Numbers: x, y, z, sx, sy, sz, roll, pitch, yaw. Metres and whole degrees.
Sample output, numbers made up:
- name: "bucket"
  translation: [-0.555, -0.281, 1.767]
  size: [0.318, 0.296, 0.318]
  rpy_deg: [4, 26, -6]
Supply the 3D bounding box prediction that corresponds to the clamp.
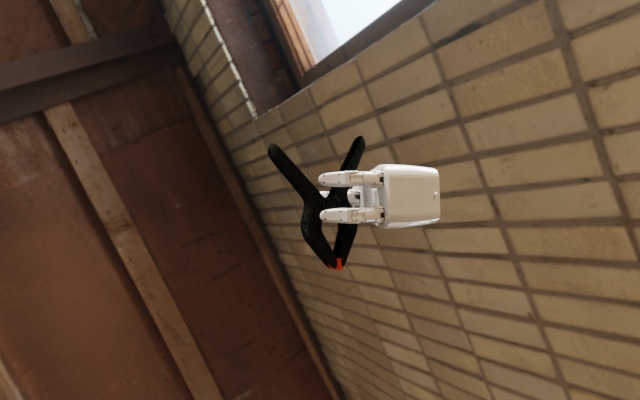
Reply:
- name: "clamp"
  translation: [0.000, 0.003, 0.731]
  size: [0.164, 0.210, 0.036]
  rpy_deg: [-1, -2, -26]
